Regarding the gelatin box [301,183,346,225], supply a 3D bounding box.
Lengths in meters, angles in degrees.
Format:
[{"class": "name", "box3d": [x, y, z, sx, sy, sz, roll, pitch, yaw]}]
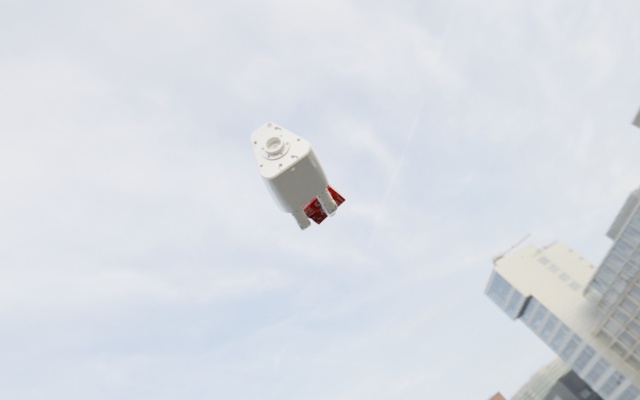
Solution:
[{"class": "gelatin box", "box3d": [0.000, 0.003, 0.891, 0.030, 0.073, 0.089, 50, 6, 27]}]
